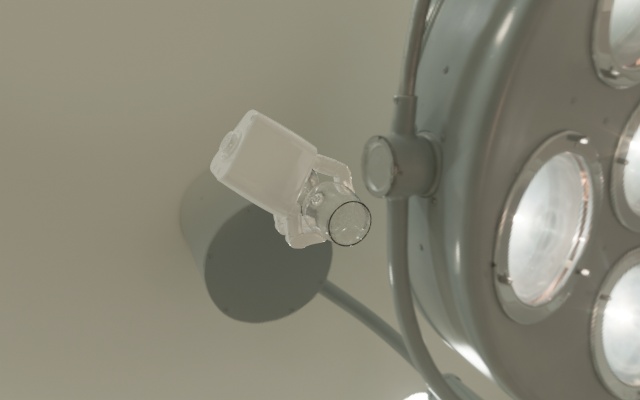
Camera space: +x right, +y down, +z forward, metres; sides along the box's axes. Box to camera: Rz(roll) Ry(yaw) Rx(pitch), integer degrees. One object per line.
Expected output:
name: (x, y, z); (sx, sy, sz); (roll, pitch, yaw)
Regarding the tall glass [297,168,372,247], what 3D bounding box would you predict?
tall glass: (0.000, 0.002, 0.694); (0.079, 0.079, 0.201); (0, 16, -24)
